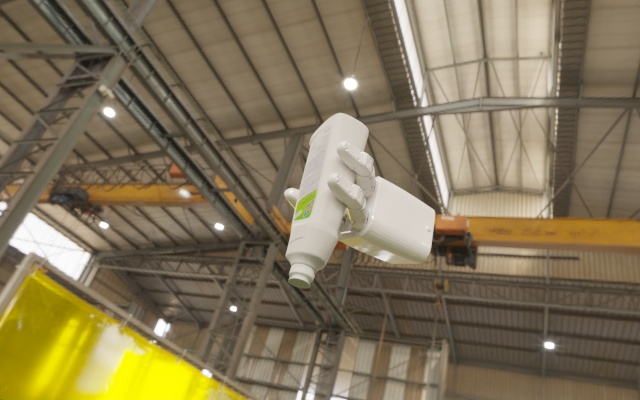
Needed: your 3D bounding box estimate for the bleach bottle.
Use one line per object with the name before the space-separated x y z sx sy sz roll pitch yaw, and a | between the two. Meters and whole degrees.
bleach bottle | 0.000 0.002 0.654 0.068 0.250 0.103 27 -33 -16
